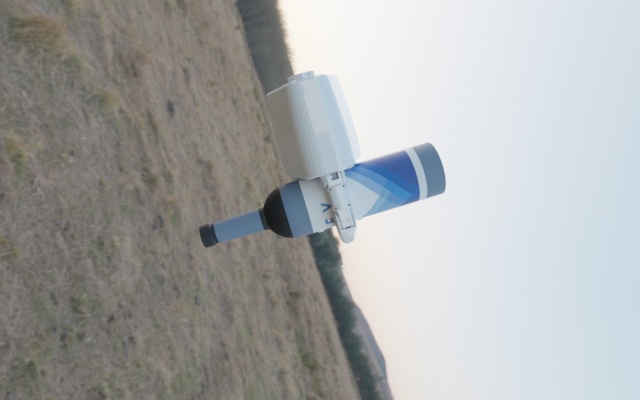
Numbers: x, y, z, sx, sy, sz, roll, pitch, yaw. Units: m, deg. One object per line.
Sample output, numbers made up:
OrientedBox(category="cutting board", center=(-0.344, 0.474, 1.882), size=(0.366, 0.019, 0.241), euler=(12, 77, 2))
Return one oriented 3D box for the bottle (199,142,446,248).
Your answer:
OrientedBox(category="bottle", center=(0.000, 0.002, 0.579), size=(0.296, 0.069, 0.069), euler=(-17, 1, -3))
